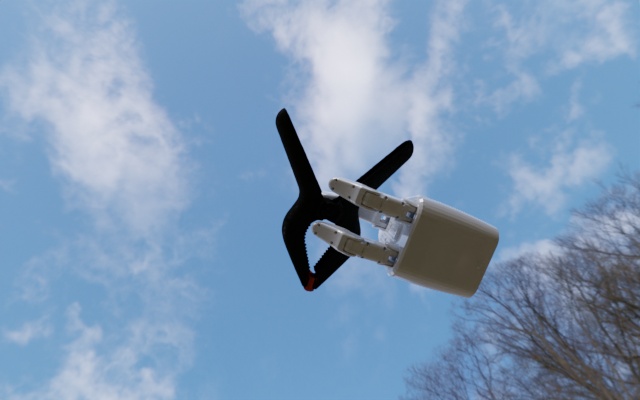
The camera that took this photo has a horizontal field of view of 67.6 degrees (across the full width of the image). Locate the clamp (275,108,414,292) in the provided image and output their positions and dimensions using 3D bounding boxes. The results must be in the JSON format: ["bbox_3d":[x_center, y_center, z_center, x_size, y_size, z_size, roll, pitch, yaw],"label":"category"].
[{"bbox_3d":[0.000,0.002,0.563,0.164,0.210,0.036,20,8,-10],"label":"clamp"}]
